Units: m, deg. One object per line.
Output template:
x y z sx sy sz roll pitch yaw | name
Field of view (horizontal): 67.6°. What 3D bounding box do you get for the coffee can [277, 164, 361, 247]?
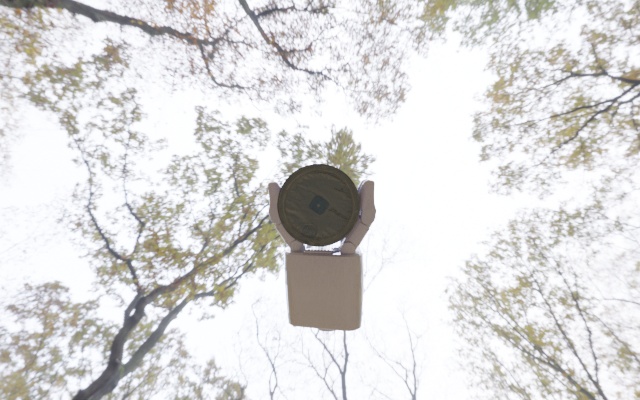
0.000 0.002 0.654 0.103 0.103 0.140 0 3 2 | coffee can
